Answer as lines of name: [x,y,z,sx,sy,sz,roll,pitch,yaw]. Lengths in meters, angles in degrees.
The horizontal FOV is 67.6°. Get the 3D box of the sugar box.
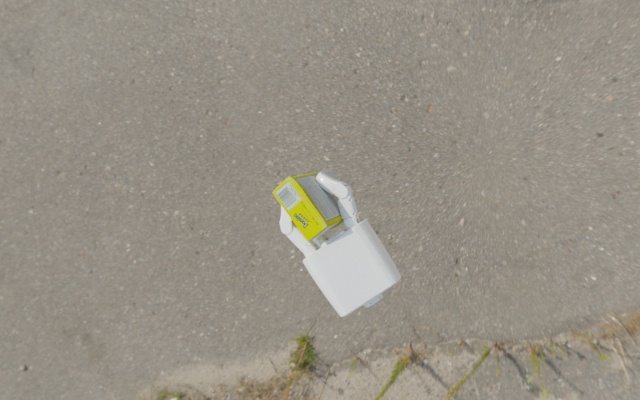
sugar box: [0.000,0.003,0.763,0.048,0.093,0.176,-38,-8,18]
